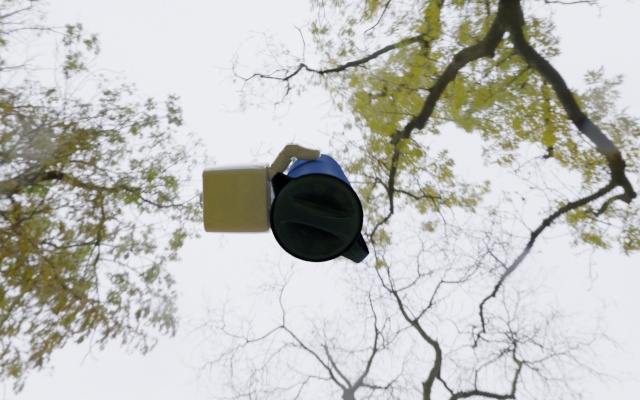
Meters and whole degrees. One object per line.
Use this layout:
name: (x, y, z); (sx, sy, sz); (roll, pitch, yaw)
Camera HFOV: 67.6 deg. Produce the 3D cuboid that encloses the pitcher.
pitcher: (0.000, 0.003, 0.781); (0.145, 0.149, 0.242); (-2, 16, 0)
